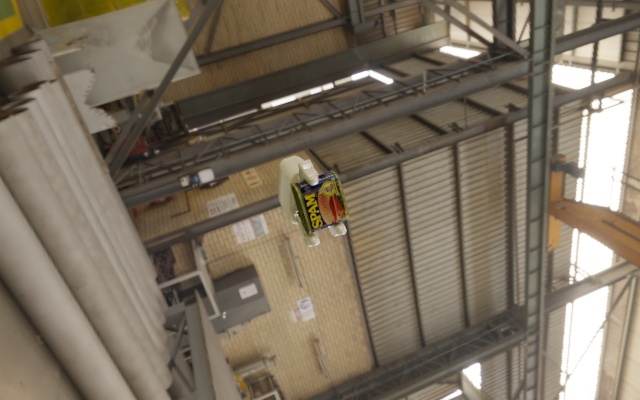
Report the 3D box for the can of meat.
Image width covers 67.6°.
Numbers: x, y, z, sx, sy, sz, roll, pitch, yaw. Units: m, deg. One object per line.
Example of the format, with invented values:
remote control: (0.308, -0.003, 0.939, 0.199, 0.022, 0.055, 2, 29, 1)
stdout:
can of meat: (0.000, 0.003, 0.889, 0.084, 0.102, 0.057, -20, 24, -11)
